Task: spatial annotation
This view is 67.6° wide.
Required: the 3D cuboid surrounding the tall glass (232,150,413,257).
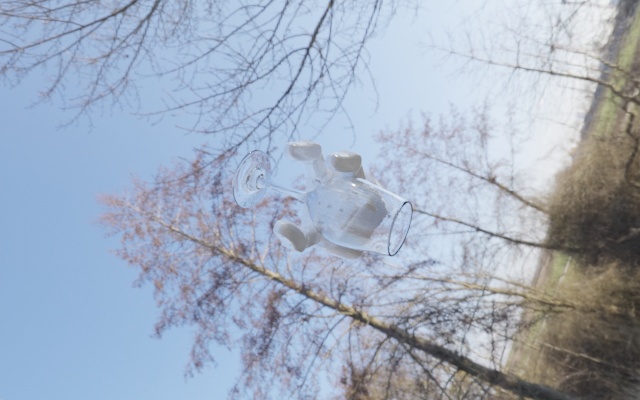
[{"bbox_3d":[-0.001,0.002,0.545,0.201,0.079,0.079,18,8,27],"label":"tall glass"}]
